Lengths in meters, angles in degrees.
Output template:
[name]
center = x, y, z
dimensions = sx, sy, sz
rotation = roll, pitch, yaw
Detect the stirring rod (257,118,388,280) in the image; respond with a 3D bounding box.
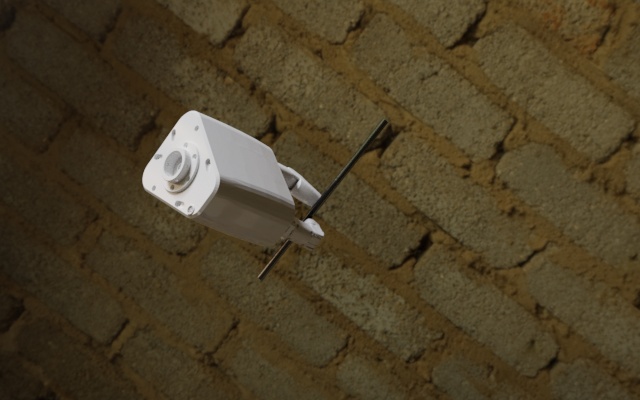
[stirring rod]
center = 0.000, 0.002, 0.562
dimensions = 0.011, 0.239, 0.011
rotation = 37, 10, -8
